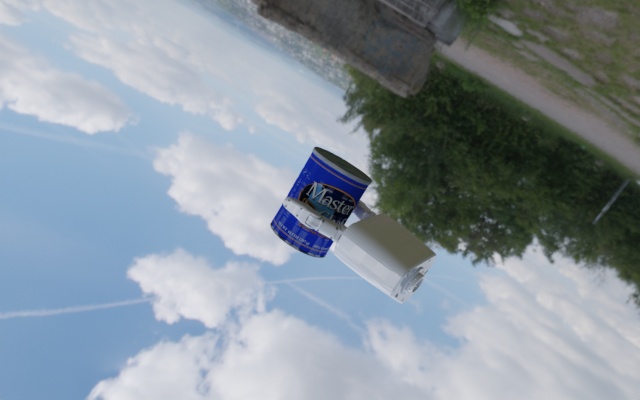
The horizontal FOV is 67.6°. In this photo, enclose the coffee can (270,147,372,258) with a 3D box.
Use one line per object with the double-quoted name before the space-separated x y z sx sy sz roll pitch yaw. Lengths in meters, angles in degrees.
"coffee can" 0.000 0.002 0.740 0.103 0.140 0.102 29 13 -7
